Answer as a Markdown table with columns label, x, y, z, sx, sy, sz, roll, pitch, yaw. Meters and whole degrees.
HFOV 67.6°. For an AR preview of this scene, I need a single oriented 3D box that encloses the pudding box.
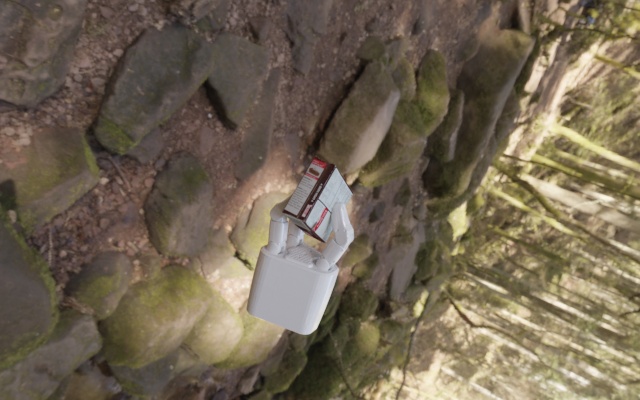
| label | x | y | z | sx | sy | sz | roll | pitch | yaw |
| --- | --- | --- | --- | --- | --- | --- | --- | --- | --- |
| pudding box | 0.000 | 0.002 | 0.670 | 0.039 | 0.090 | 0.113 | 25 | -11 | 22 |
